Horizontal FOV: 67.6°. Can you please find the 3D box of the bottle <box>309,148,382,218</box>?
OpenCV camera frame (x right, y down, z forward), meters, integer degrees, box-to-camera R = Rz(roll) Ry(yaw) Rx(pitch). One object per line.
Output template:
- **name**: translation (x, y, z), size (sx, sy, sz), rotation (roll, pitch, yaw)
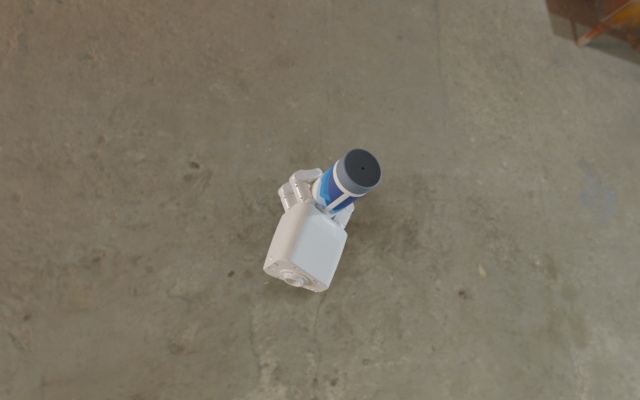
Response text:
- **bottle**: translation (0.000, 0.003, 0.834), size (0.069, 0.069, 0.296), rotation (0, -20, -27)
